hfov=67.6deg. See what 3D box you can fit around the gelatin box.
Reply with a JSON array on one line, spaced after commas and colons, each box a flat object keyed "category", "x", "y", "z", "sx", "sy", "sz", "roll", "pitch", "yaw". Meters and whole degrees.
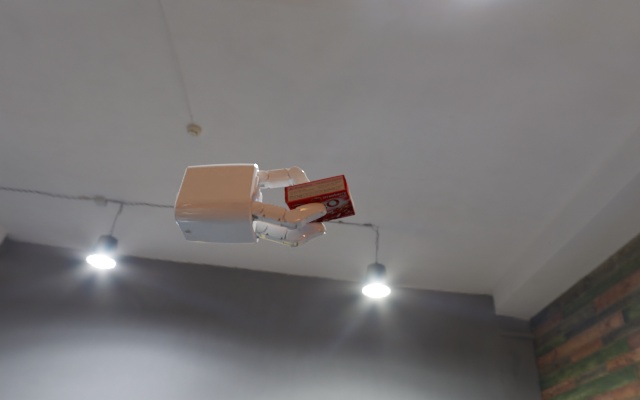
[{"category": "gelatin box", "x": 0.000, "y": 0.002, "z": 0.687, "sx": 0.089, "sy": 0.030, "sz": 0.073, "roll": -13, "pitch": -33, "yaw": 7}]
